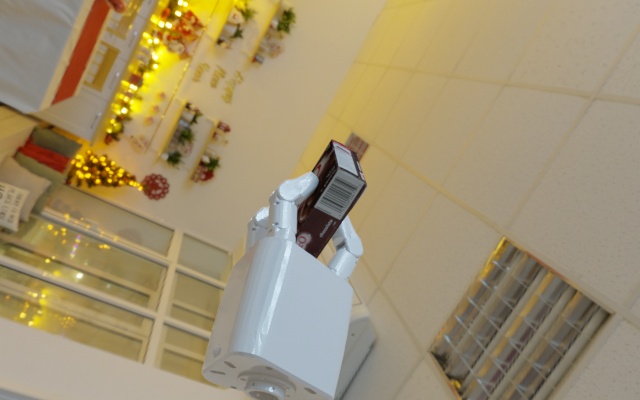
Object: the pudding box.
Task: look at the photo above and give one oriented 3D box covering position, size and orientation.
[{"bbox_3d":[0.000,0.002,0.505,0.039,0.113,0.090,29,20,-17],"label":"pudding box"}]
